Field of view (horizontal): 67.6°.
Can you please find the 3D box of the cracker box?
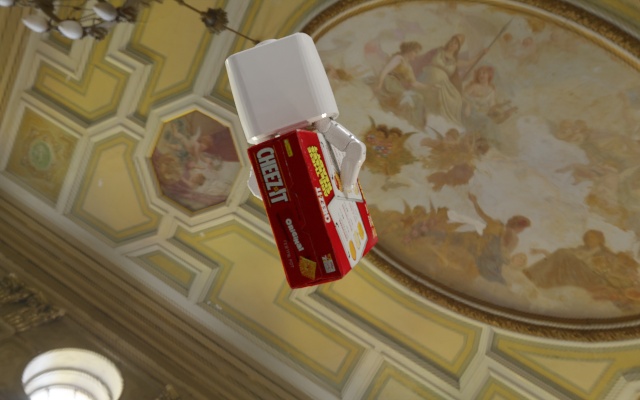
[{"bbox_3d":[0.000,0.002,0.601,0.072,0.164,0.213,-18,0,18],"label":"cracker box"}]
